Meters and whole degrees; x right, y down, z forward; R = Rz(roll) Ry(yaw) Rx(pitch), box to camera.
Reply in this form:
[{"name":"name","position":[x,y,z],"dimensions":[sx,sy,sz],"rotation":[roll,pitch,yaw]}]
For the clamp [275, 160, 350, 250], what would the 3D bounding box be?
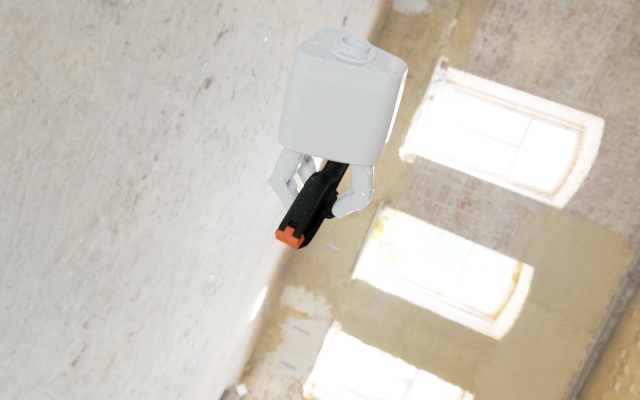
[{"name":"clamp","position":[0.001,0.002,0.586],"dimensions":[0.036,0.165,0.210],"rotation":[24,40,10]}]
